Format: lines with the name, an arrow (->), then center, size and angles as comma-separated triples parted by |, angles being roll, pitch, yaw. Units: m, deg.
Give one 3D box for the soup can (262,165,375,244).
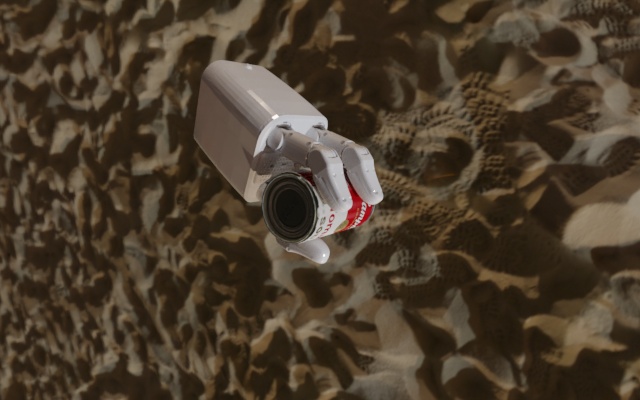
soup can -> 0.000, 0.002, 0.472 | 0.068, 0.068, 0.102 | 0, 6, 36
